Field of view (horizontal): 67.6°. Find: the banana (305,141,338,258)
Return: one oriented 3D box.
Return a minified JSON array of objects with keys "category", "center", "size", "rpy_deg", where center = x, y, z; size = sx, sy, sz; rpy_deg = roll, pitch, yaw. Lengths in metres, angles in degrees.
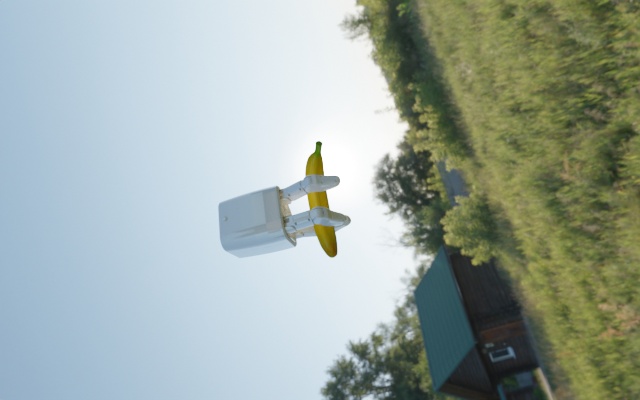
[{"category":"banana","center":[-0.002,0.003,0.815],"size":[0.037,0.197,0.069],"rpy_deg":[-8,-10,-5]}]
